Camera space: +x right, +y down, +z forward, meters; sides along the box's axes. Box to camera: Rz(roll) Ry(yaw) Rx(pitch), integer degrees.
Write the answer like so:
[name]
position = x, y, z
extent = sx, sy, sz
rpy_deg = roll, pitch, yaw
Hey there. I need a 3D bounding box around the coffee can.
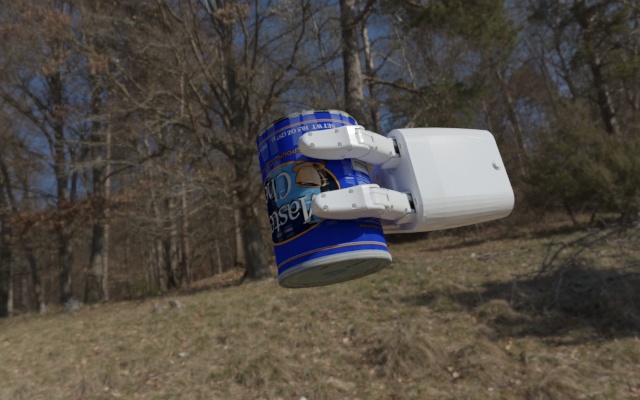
[coffee can]
position = 0.000, 0.002, 0.447
extent = 0.103, 0.140, 0.103
rpy_deg = -11, -19, -4
